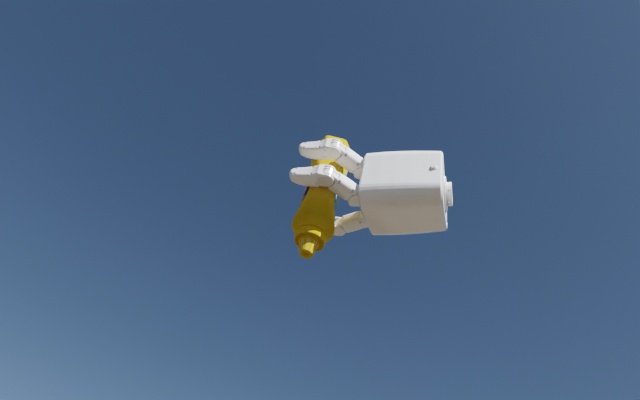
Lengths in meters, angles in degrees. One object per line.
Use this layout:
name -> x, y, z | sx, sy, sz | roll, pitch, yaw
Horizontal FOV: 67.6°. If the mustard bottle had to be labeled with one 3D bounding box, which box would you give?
mustard bottle -> 0.000, 0.002, 0.669 | 0.058, 0.191, 0.096 | 15, -44, 0
